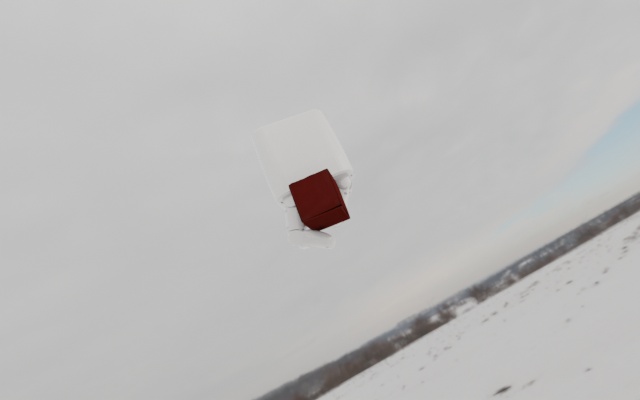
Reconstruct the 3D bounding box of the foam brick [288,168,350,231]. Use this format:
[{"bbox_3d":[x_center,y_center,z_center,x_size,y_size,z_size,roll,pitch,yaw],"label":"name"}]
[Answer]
[{"bbox_3d":[0.000,0.002,0.594,0.053,0.051,0.078,-22,-16,5],"label":"foam brick"}]
